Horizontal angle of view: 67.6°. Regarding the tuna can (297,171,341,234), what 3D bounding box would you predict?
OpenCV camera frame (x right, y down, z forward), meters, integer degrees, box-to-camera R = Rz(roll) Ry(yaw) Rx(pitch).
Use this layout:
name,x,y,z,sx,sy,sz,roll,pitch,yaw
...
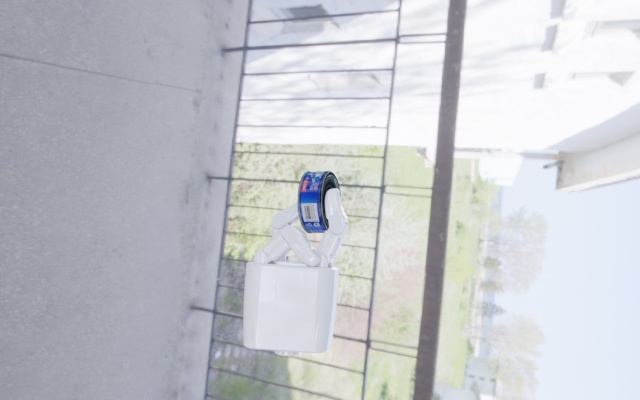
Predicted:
name,x,y,z,sx,sy,sz,roll,pitch,yaw
tuna can,0.001,0.002,0.649,0.034,0.086,0.086,-1,-1,20
